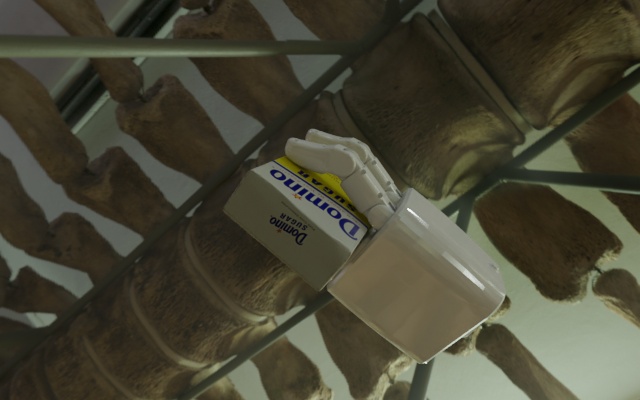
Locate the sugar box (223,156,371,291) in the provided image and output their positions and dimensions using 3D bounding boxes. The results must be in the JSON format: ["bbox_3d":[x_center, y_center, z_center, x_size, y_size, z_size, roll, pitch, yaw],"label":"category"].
[{"bbox_3d":[0.001,0.001,0.407,0.093,0.048,0.176,40,18,4],"label":"sugar box"}]
